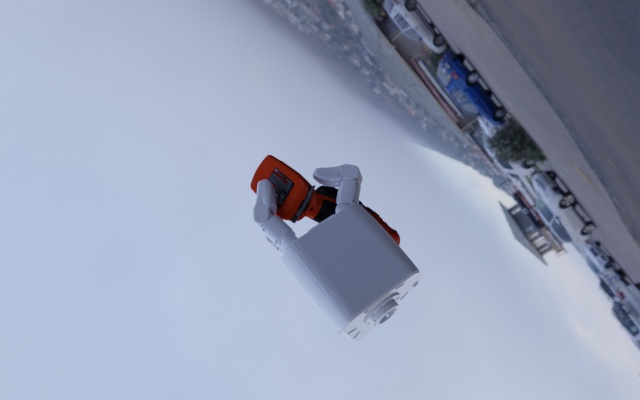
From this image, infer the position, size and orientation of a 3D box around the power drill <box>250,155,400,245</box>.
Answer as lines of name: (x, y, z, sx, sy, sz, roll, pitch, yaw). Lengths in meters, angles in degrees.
power drill: (0.000, 0.002, 0.650, 0.188, 0.057, 0.184, 23, 9, -41)
